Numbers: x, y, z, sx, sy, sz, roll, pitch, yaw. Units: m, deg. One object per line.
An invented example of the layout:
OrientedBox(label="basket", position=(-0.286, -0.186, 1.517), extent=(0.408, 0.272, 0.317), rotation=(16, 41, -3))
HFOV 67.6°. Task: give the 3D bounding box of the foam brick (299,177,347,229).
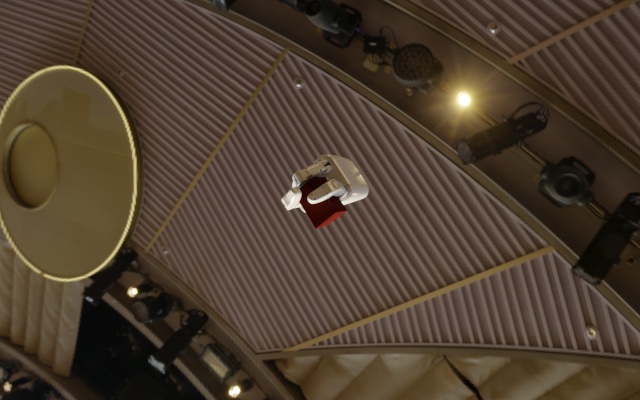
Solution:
OrientedBox(label="foam brick", position=(0.000, 0.003, 0.853), extent=(0.053, 0.078, 0.051), rotation=(-37, -13, 22))
